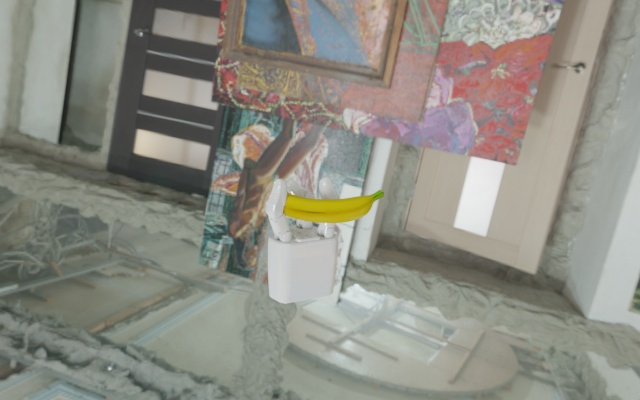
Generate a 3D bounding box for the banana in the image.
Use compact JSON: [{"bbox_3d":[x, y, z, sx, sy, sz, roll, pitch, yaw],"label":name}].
[{"bbox_3d":[-0.004,0.009,0.747,0.198,0.037,0.069,2,22,23],"label":"banana"}]
